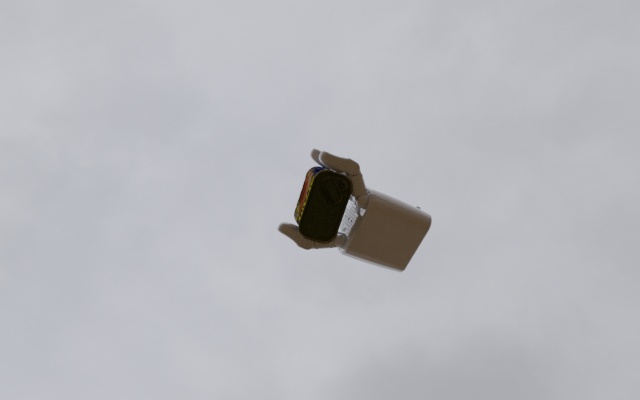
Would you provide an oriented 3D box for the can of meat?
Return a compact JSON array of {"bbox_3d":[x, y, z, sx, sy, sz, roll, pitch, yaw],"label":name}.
[{"bbox_3d":[0.000,0.002,0.700,0.057,0.102,0.084,17,7,-13],"label":"can of meat"}]
